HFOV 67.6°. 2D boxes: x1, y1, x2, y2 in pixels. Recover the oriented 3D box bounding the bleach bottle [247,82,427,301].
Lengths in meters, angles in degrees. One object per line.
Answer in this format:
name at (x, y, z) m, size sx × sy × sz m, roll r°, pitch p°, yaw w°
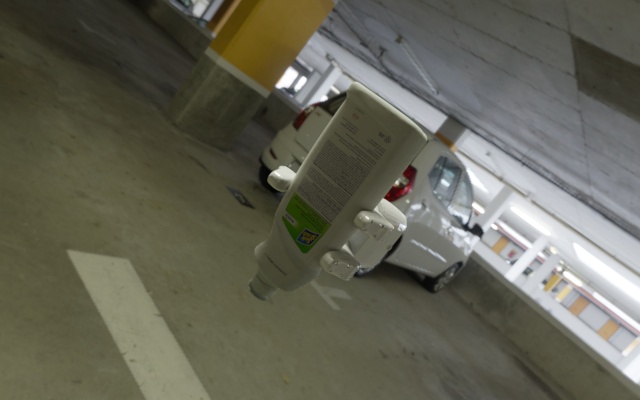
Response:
bleach bottle at (0.000, 0.002, 0.524) m, size 0.102 × 0.251 × 0.068 m, roll 43°, pitch 10°, yaw 27°
